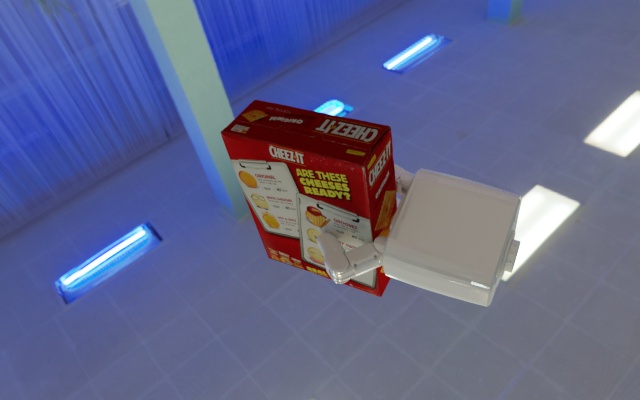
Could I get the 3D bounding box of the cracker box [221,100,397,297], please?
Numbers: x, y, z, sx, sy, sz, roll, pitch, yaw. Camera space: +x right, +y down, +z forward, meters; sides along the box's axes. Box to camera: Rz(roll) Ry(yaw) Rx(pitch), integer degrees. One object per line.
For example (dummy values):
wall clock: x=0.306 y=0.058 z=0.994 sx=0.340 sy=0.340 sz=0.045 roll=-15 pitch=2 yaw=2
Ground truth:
cracker box: x=0.000 y=0.002 z=0.538 sx=0.164 sy=0.214 sz=0.072 roll=16 pitch=52 yaw=25
